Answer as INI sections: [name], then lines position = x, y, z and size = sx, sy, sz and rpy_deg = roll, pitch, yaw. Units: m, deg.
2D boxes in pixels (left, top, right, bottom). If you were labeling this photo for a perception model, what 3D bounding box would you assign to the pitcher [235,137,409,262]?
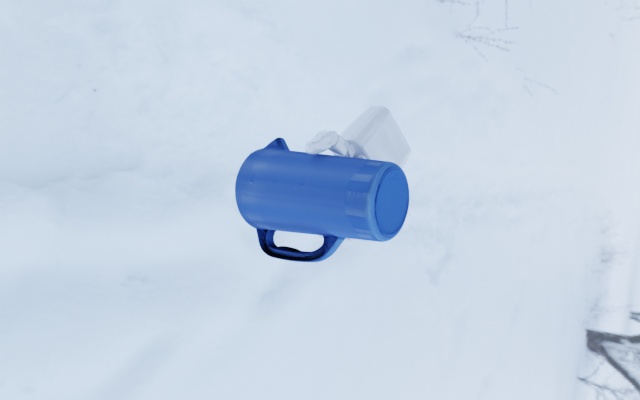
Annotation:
[pitcher]
position = 0.000, 0.002, 0.704
size = 0.243, 0.149, 0.145
rpy_deg = 7, 43, 38
